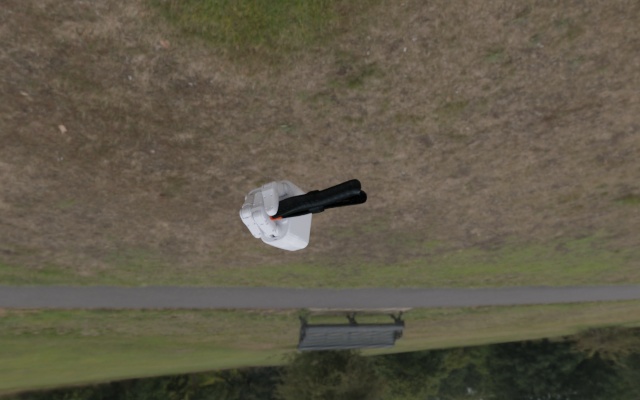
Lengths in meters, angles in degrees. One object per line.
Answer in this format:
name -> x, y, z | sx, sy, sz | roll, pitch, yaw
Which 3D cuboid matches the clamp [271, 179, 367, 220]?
clamp -> 0.000, 0.003, 0.813 | 0.171, 0.039, 0.120 | -13, -17, 17
